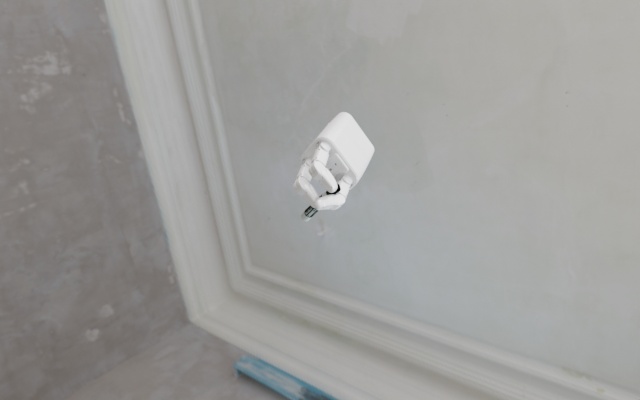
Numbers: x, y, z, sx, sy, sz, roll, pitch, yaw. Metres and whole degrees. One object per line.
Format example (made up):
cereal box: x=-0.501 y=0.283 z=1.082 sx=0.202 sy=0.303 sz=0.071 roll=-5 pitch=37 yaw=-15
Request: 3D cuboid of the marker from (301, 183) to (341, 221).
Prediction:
marker: x=0.000 y=0.003 z=0.870 sx=0.020 sy=0.020 sz=0.121 roll=0 pitch=-29 yaw=-35
